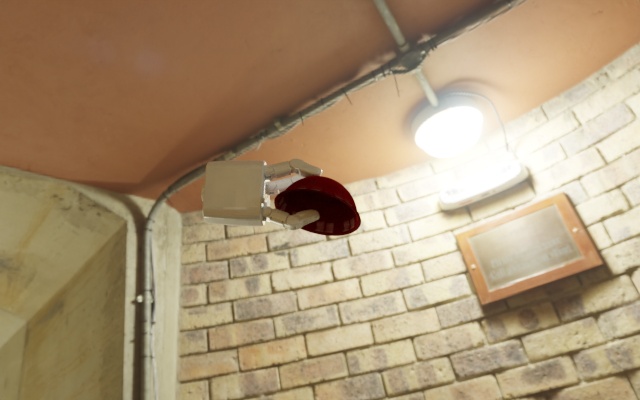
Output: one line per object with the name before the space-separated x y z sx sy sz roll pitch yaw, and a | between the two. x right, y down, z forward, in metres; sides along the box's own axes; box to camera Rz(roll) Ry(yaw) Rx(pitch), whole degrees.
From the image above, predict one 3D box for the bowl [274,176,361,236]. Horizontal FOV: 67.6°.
bowl | 0.002 0.003 0.871 0.162 0.055 0.162 12 -30 7
